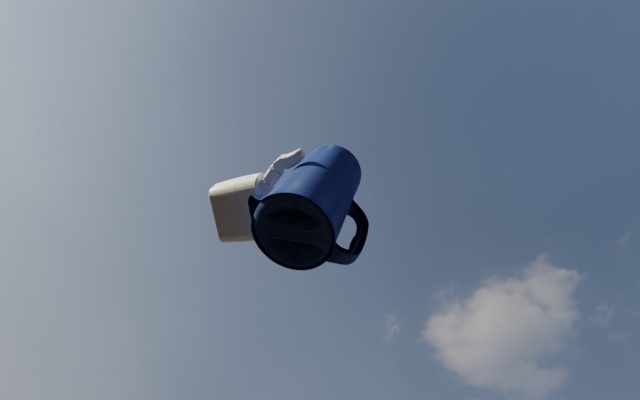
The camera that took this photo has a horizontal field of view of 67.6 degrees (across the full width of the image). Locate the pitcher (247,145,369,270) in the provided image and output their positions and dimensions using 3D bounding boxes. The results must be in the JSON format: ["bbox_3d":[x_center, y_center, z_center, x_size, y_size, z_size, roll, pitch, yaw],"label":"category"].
[{"bbox_3d":[0.000,0.003,0.796,0.145,0.149,0.242,-11,23,24],"label":"pitcher"}]
